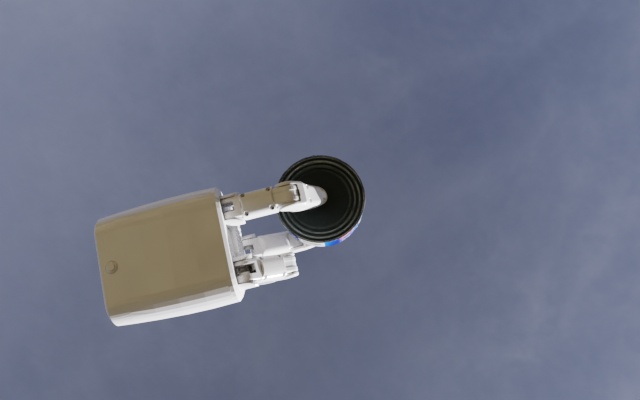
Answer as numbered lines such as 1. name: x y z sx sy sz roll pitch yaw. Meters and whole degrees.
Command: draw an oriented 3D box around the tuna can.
1. tuna can: 0.000 0.002 0.466 0.086 0.086 0.034 0 -14 3
